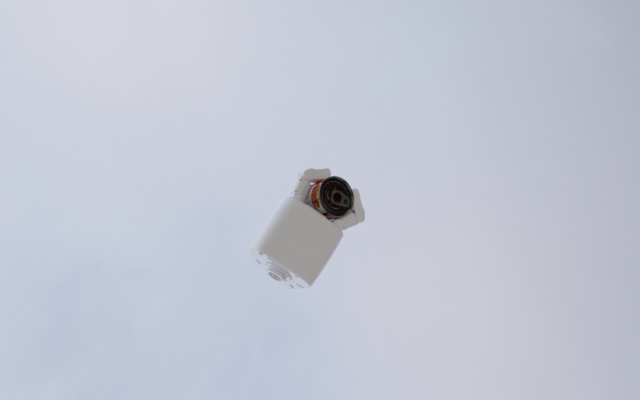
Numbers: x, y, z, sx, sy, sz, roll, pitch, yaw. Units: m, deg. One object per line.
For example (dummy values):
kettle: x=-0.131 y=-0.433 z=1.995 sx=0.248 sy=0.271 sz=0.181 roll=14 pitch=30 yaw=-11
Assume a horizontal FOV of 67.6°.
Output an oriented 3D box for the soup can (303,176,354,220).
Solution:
soup can: x=0.000 y=0.002 z=0.811 sx=0.068 sy=0.068 sz=0.102 roll=0 pitch=-11 yaw=-32
